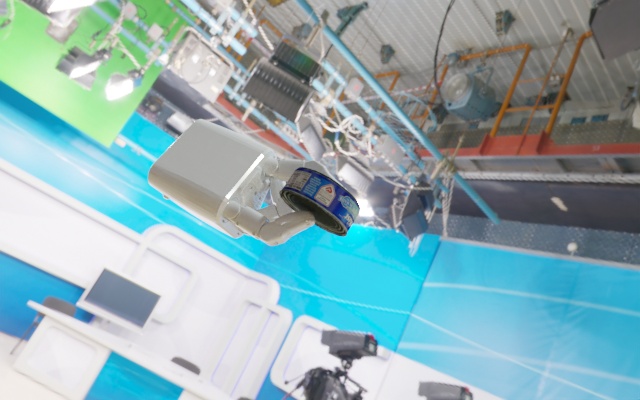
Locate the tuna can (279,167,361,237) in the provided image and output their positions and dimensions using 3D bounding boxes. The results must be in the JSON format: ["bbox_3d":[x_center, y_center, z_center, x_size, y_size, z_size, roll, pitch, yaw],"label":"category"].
[{"bbox_3d":[0.000,0.001,0.516,0.086,0.033,0.086,31,-15,9],"label":"tuna can"}]
